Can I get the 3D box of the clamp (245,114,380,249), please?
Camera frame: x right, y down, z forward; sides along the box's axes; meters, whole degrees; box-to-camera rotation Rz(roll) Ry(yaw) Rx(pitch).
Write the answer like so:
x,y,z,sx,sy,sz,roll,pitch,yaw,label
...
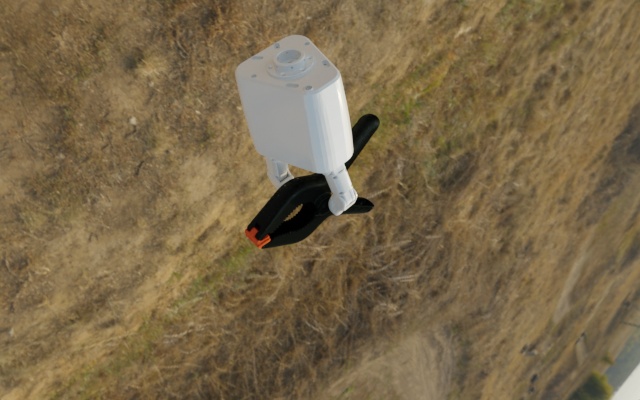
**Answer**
x,y,z,sx,sy,sz,roll,pitch,yaw,label
0.000,0.003,0.611,0.210,0.165,0.036,-37,53,-21,clamp
